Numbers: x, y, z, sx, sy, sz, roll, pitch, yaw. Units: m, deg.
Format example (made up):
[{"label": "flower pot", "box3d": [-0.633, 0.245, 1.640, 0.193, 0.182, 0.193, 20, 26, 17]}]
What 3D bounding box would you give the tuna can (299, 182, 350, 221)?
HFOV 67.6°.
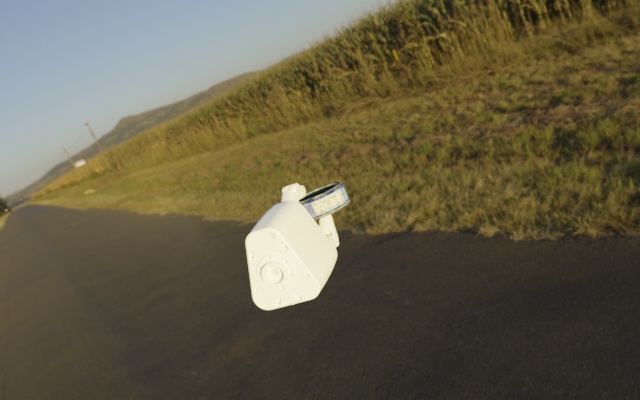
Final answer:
[{"label": "tuna can", "box3d": [0.000, 0.002, 0.743, 0.086, 0.034, 0.086, -23, 8, 4]}]
